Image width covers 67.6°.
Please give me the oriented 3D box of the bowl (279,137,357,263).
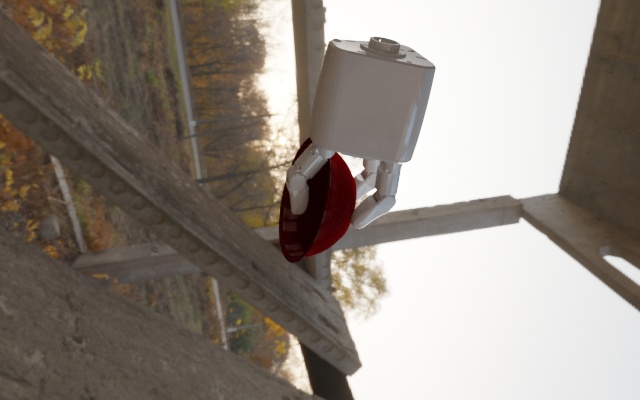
[{"bbox_3d":[0.000,0.003,0.600,0.055,0.162,0.162,12,-5,-23],"label":"bowl"}]
